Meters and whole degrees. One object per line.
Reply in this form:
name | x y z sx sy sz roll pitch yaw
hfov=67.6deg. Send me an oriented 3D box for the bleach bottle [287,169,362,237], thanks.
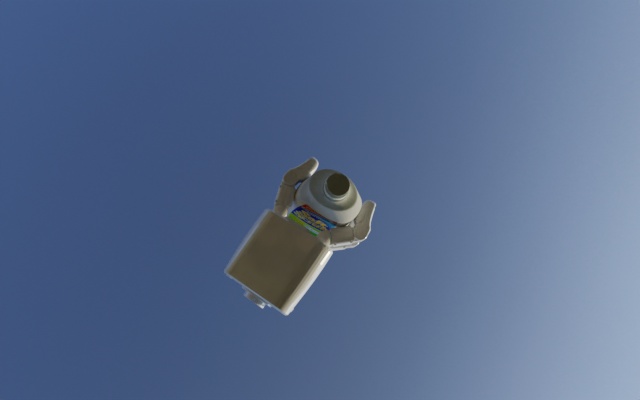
bleach bottle | 0.000 0.002 0.685 0.102 0.068 0.251 36 -14 2
